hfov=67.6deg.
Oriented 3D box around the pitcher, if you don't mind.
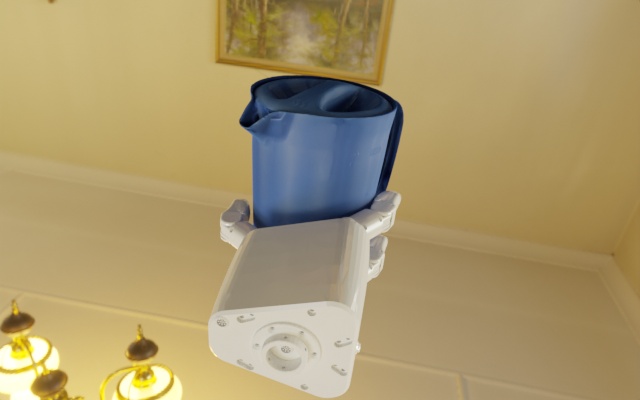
[{"bbox_3d":[0.000,0.002,0.491,0.149,0.243,0.145,8,28,2],"label":"pitcher"}]
